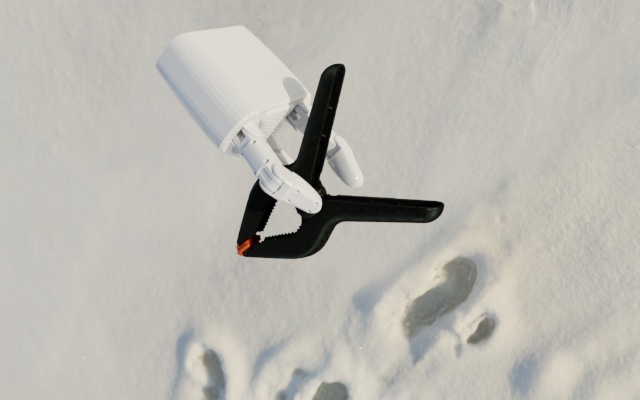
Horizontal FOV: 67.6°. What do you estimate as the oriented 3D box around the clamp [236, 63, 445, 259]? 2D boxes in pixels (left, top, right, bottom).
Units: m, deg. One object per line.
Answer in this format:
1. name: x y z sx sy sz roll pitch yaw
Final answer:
1. clamp: -0.001 0.002 0.457 0.210 0.164 0.036 -45 -9 26
